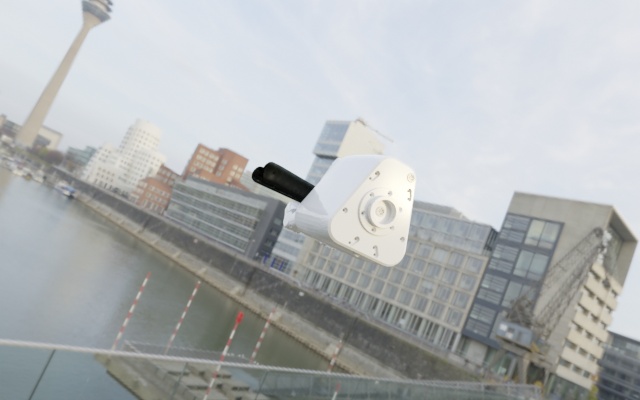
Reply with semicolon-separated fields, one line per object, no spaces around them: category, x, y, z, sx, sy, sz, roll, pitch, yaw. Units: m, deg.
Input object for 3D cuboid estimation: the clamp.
clamp;0.001;0.002;0.645;0.210;0.036;0.164;27;-3;-19
